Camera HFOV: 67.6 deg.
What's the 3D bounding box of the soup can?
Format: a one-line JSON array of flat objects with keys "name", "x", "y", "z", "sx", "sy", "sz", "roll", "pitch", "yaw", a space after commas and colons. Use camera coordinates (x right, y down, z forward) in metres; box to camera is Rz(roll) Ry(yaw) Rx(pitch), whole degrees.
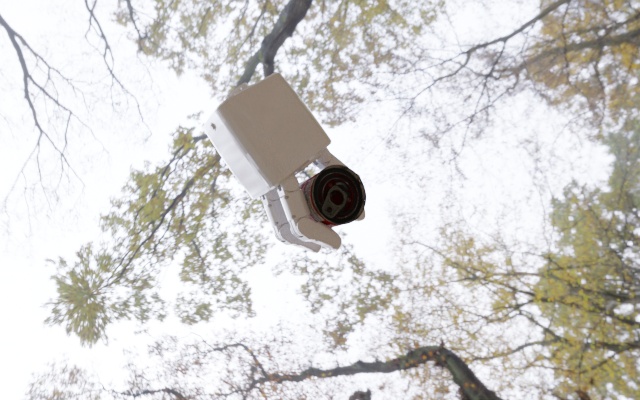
[{"name": "soup can", "x": 0.000, "y": 0.002, "z": 0.573, "sx": 0.068, "sy": 0.068, "sz": 0.102, "roll": 0, "pitch": -10, "yaw": -26}]
